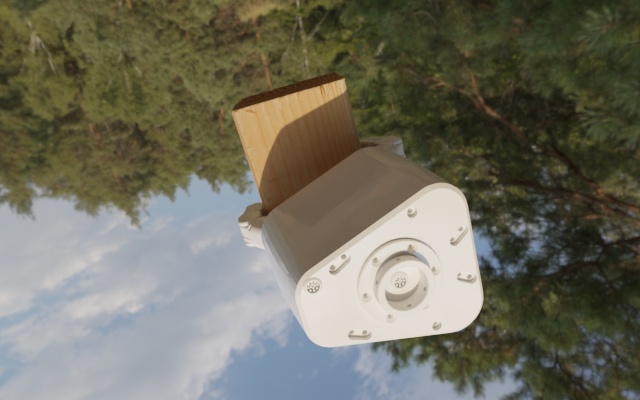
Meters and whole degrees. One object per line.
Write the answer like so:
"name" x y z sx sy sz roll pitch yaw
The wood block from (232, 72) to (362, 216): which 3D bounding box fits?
"wood block" 0.000 0.002 0.427 0.091 0.206 0.090 -15 19 2
